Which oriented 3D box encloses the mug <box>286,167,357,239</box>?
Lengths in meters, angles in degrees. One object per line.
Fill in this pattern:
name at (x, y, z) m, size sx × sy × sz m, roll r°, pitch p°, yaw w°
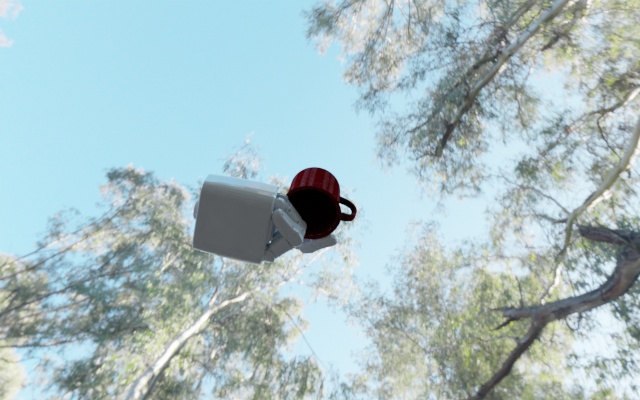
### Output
mug at (0.002, 0.003, 0.740) m, size 0.117 × 0.093 × 0.081 m, roll 13°, pitch 30°, yaw -2°
